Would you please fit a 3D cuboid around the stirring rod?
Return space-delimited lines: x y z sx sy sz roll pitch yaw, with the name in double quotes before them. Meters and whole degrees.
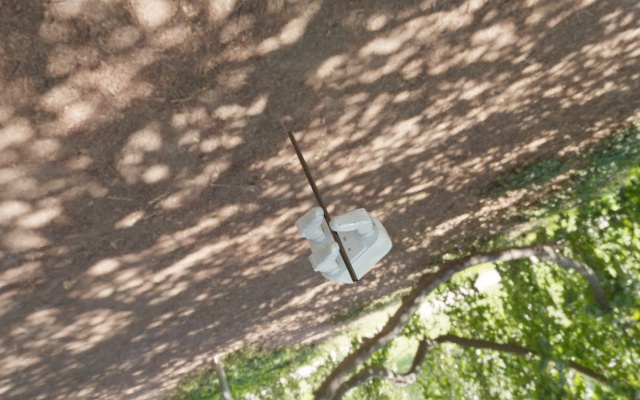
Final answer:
"stirring rod" 0.000 0.002 0.662 0.011 0.239 0.011 -21 -22 -9
